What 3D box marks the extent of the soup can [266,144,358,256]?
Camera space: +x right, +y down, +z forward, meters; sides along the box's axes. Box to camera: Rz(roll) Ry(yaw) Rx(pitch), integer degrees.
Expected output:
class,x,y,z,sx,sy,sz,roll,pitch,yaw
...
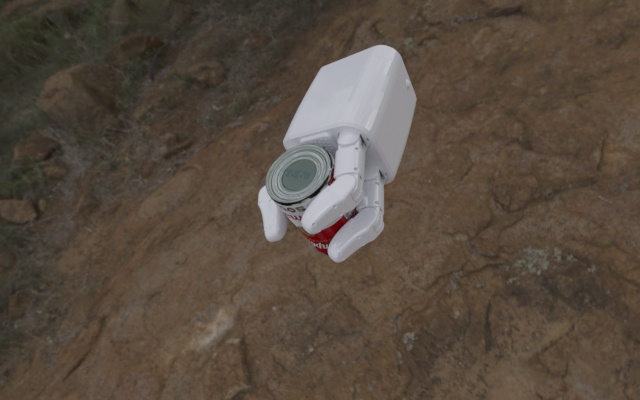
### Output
class,x,y,z,sx,sy,sz,roll,pitch,yaw
soup can,0.000,0.002,0.462,0.068,0.068,0.102,0,-32,29
